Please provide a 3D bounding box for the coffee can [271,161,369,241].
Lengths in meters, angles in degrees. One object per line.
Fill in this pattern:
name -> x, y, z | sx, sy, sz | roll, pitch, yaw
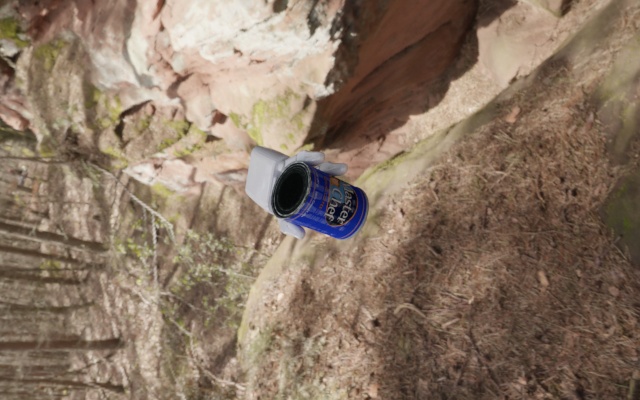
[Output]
coffee can -> 0.000, 0.003, 0.829 | 0.140, 0.102, 0.103 | 23, -14, -38
